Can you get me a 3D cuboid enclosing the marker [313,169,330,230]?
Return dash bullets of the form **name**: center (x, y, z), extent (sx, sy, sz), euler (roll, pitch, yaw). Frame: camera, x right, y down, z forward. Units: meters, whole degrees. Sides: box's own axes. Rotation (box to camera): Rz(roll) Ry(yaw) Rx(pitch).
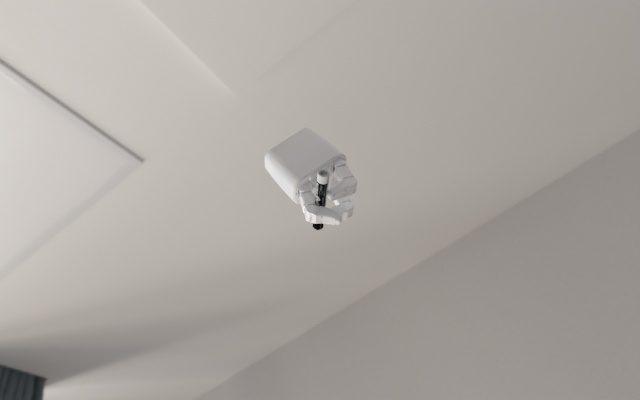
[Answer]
- **marker**: center (0.000, 0.003, 0.773), extent (0.020, 0.121, 0.020), euler (3, 42, -3)
